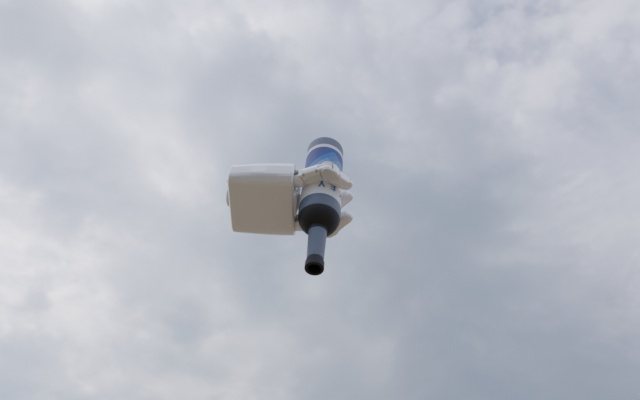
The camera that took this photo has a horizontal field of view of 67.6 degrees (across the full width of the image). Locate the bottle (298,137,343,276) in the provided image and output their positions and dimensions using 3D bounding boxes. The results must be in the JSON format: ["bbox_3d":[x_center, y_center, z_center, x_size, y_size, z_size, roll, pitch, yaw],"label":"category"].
[{"bbox_3d":[0.000,0.002,0.769,0.069,0.069,0.295,0,39,4],"label":"bottle"}]
